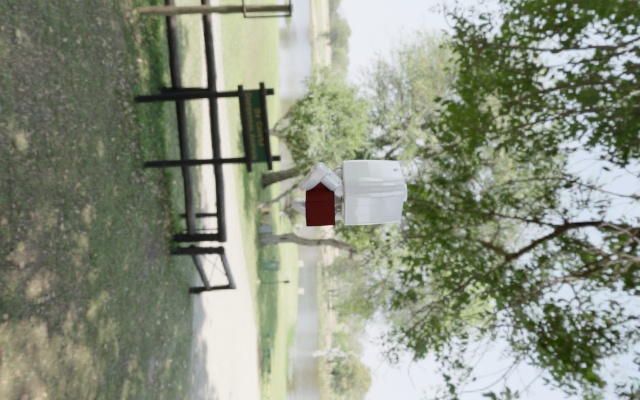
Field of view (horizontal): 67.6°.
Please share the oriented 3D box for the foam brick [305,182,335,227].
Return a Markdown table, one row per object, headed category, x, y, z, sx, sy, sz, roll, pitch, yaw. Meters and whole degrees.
| category | x | y | z | sx | sy | sz | roll | pitch | yaw |
| --- | --- | --- | --- | --- | --- | --- | --- | --- | --- |
| foam brick | 0.000 | 0.003 | 0.843 | 0.051 | 0.053 | 0.078 | -1 | 34 | 1 |
